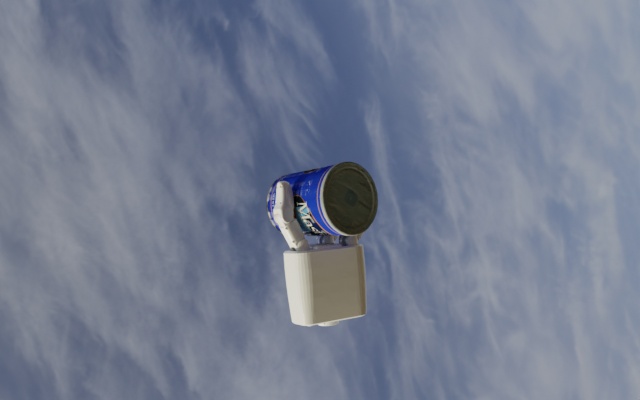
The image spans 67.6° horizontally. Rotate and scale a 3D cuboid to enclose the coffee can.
[{"bbox_3d":[0.000,0.002,0.711,0.103,0.103,0.140,0,-4,-38],"label":"coffee can"}]
